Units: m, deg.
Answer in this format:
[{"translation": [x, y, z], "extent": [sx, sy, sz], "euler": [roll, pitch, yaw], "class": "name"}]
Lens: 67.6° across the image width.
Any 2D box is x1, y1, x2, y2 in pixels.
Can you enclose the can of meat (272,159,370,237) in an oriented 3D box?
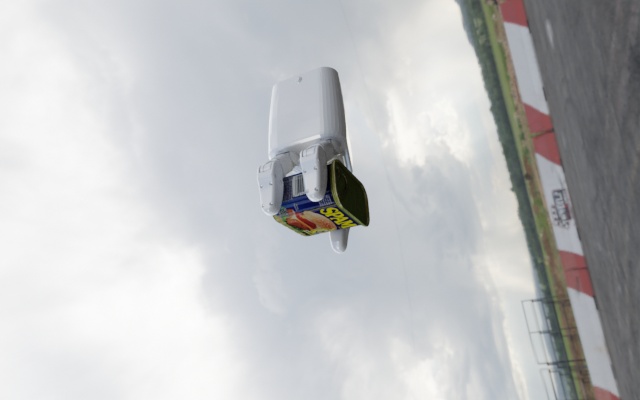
[{"translation": [0.000, 0.002, 0.557], "extent": [0.084, 0.057, 0.102], "euler": [-14, -25, 22], "class": "can of meat"}]
